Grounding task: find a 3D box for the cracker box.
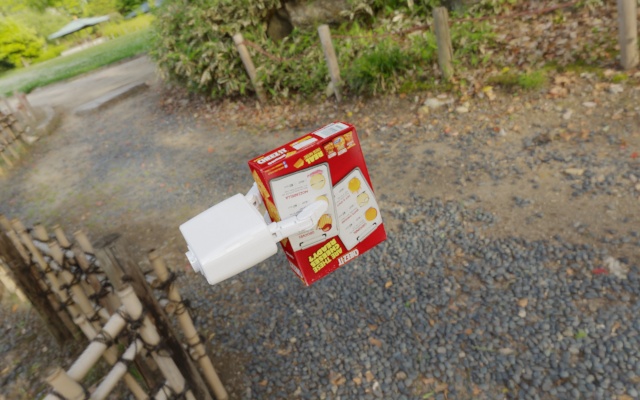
[{"bbox_3d":[0.000,0.002,0.767,0.164,0.214,0.072,-28,28,-17],"label":"cracker box"}]
